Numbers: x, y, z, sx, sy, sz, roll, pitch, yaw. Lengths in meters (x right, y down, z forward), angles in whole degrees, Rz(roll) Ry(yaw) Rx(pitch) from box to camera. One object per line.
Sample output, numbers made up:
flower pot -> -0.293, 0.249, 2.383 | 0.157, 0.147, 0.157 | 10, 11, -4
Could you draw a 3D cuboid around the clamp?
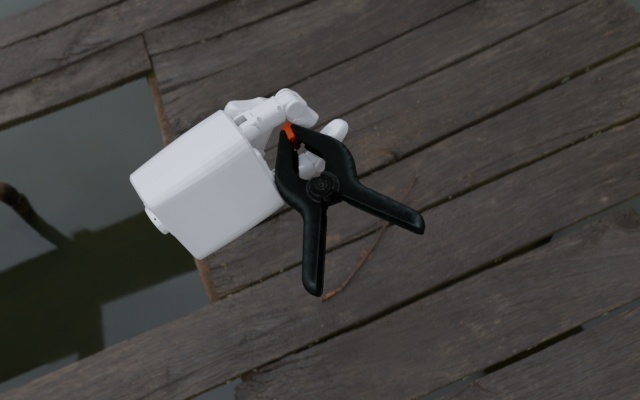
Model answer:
clamp -> 0.000, 0.001, 0.449 | 0.120, 0.171, 0.039 | -37, -27, -8
